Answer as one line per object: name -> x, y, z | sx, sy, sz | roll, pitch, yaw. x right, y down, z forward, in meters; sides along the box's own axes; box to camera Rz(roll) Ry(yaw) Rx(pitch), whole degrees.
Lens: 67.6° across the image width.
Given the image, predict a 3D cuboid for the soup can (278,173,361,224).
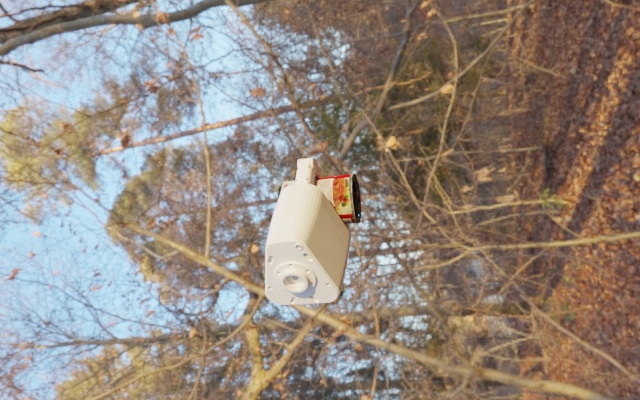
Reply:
soup can -> 0.000, 0.002, 0.655 | 0.102, 0.068, 0.068 | -6, -2, 14
